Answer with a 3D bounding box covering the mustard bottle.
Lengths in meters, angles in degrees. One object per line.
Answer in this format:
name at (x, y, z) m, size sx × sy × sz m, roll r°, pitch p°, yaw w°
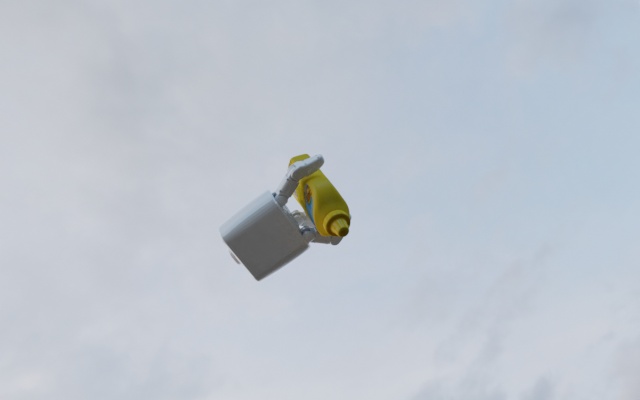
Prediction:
mustard bottle at (0.000, 0.002, 0.772) m, size 0.058 × 0.096 × 0.191 m, roll -16°, pitch 33°, yaw -14°
